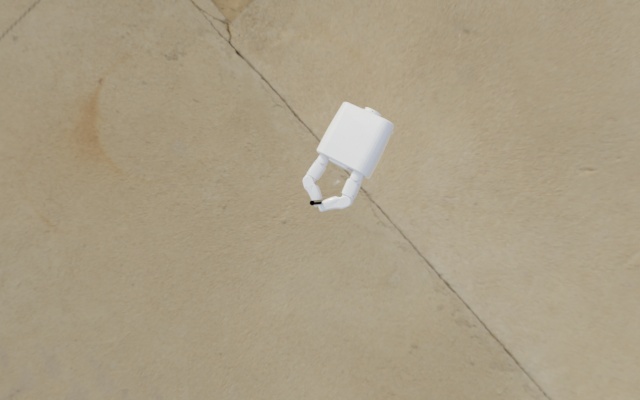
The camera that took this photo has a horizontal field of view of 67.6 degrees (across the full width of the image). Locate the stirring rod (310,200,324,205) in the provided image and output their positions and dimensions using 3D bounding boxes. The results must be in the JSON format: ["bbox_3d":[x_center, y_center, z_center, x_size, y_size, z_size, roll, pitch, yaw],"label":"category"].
[{"bbox_3d":[0.000,0.003,0.869,0.011,0.011,0.239,0,0,6],"label":"stirring rod"}]
